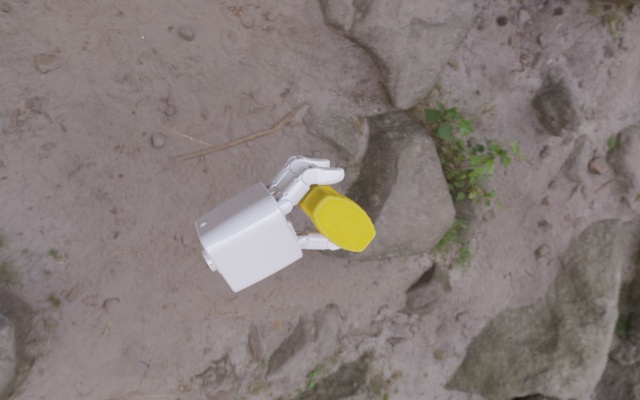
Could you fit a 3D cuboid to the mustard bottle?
[{"bbox_3d":[0.000,0.002,0.673,0.096,0.058,0.191,36,3,-27],"label":"mustard bottle"}]
